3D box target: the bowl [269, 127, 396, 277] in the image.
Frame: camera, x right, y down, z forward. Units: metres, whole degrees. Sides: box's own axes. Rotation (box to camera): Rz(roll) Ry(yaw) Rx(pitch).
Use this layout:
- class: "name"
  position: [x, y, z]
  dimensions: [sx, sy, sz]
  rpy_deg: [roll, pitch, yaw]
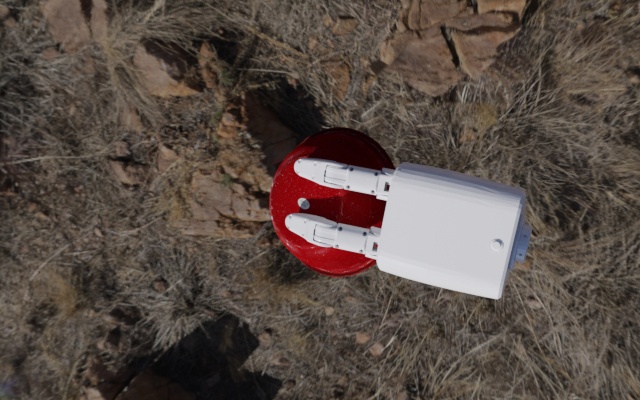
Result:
- class: "bowl"
  position: [-0.001, 0.002, 0.496]
  dimensions: [0.162, 0.162, 0.055]
  rpy_deg: [0, 0, 36]
